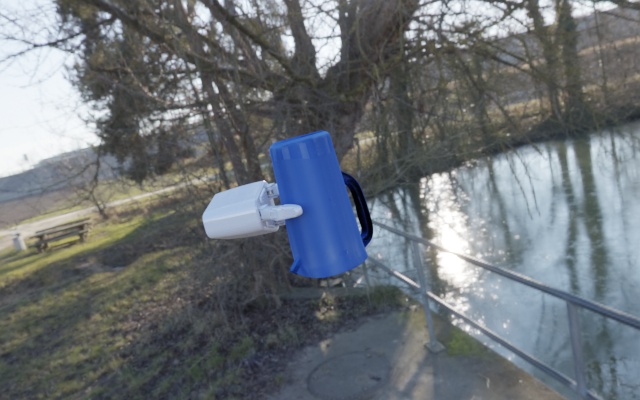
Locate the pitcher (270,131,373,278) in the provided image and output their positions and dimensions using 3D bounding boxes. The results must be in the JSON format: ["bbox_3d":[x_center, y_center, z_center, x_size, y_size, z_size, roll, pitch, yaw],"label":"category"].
[{"bbox_3d":[0.000,0.003,0.848,0.145,0.243,0.149,-12,9,14],"label":"pitcher"}]
